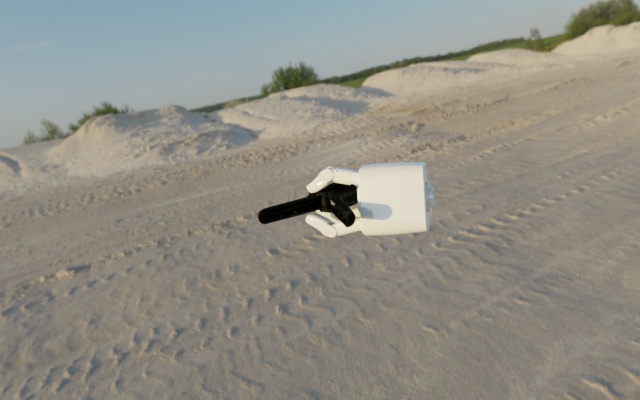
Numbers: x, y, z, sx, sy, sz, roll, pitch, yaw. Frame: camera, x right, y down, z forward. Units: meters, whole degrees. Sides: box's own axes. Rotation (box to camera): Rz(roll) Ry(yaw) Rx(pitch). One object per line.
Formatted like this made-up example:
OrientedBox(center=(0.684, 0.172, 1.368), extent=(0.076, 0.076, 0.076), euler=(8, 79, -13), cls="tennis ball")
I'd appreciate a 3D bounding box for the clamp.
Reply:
OrientedBox(center=(0.000, 0.002, 0.817), extent=(0.164, 0.036, 0.210), euler=(0, 16, 18), cls="clamp")
